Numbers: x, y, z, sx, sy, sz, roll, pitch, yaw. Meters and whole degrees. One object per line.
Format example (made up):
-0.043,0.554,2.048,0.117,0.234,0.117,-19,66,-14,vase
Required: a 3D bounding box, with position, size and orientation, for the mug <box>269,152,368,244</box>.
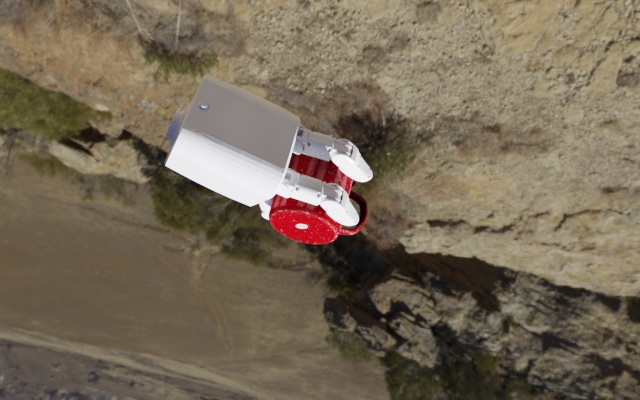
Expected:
0.001,0.003,0.546,0.117,0.081,0.093,24,-30,-16,mug
